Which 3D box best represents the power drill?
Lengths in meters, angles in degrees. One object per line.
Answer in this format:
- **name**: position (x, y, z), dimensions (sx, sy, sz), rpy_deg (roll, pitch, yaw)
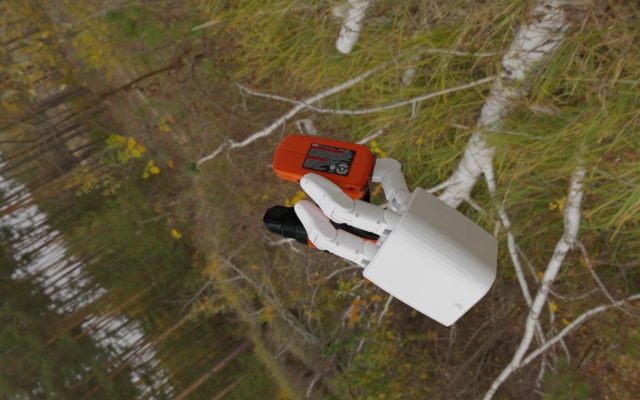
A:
- **power drill**: position (0.000, 0.002, 0.575), dimensions (0.184, 0.057, 0.188), rpy_deg (9, -29, 15)
